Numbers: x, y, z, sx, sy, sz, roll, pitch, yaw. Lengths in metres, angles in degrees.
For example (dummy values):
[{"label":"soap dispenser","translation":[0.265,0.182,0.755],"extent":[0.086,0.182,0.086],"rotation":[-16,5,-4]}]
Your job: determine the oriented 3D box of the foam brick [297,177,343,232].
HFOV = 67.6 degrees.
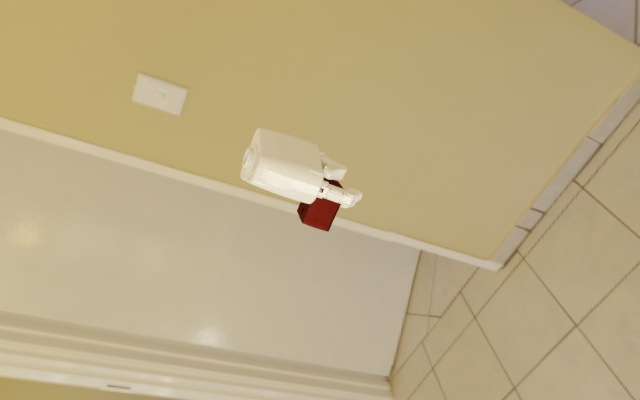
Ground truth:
[{"label":"foam brick","translation":[0.000,0.003,0.808],"extent":[0.051,0.078,0.053],"rotation":[16,19,-22]}]
